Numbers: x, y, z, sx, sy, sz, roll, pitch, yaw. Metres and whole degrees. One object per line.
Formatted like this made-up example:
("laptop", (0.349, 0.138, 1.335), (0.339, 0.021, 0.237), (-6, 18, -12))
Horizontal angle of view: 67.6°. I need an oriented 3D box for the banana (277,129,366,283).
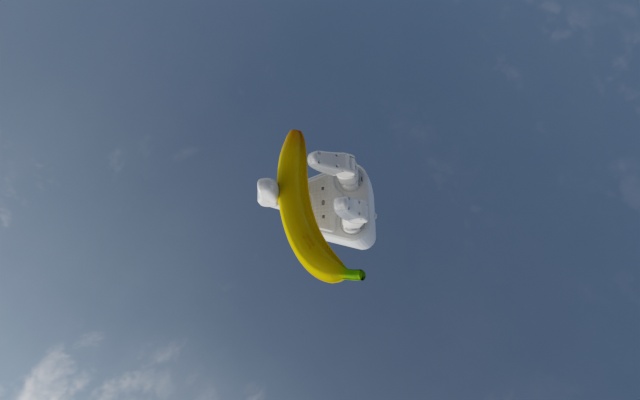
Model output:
("banana", (-0.014, 0.014, 0.532), (0.069, 0.197, 0.037), (-33, -25, 18))
